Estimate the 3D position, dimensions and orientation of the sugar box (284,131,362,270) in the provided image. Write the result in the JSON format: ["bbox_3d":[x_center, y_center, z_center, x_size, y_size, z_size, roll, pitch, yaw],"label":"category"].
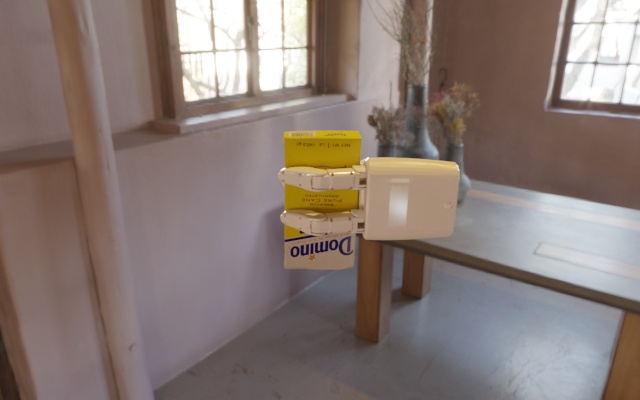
[{"bbox_3d":[0.000,0.002,0.601,0.093,0.176,0.048,0,20,-2],"label":"sugar box"}]
